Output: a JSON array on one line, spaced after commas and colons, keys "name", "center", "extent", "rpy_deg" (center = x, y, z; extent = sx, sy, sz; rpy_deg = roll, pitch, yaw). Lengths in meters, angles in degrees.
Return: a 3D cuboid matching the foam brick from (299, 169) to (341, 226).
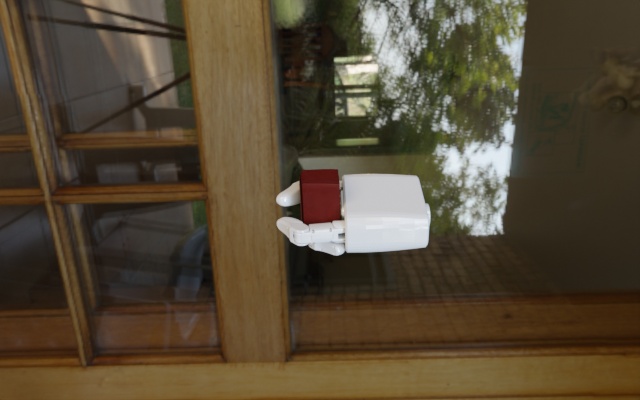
[{"name": "foam brick", "center": [0.000, 0.002, 0.633], "extent": [0.051, 0.078, 0.053], "rpy_deg": [-2, 24, 1]}]
